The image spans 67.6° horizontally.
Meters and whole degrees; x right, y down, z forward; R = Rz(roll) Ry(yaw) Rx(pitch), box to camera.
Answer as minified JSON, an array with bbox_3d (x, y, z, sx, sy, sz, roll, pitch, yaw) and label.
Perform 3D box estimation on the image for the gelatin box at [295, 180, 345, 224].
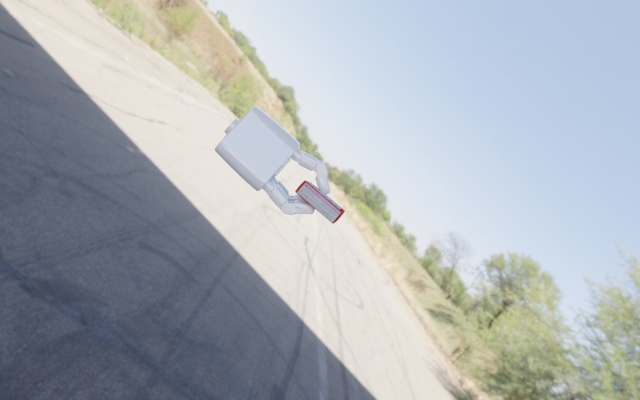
[{"bbox_3d":[0.001,0.003,0.851,0.089,0.030,0.073,40,4,4],"label":"gelatin box"}]
